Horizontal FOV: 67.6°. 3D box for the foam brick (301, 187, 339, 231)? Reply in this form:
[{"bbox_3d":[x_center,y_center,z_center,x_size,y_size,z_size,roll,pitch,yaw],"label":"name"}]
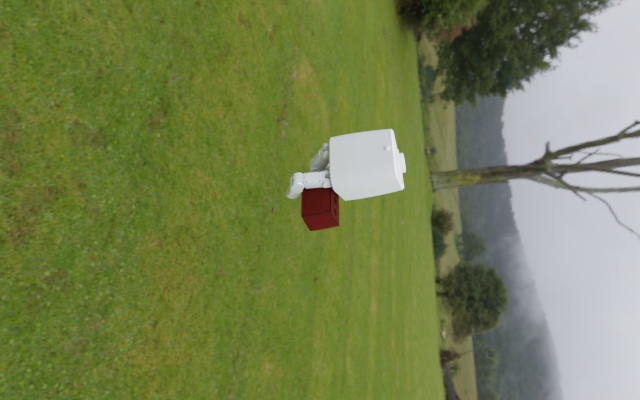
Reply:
[{"bbox_3d":[0.000,0.003,0.793,0.051,0.078,0.053,-8,-31,14],"label":"foam brick"}]
